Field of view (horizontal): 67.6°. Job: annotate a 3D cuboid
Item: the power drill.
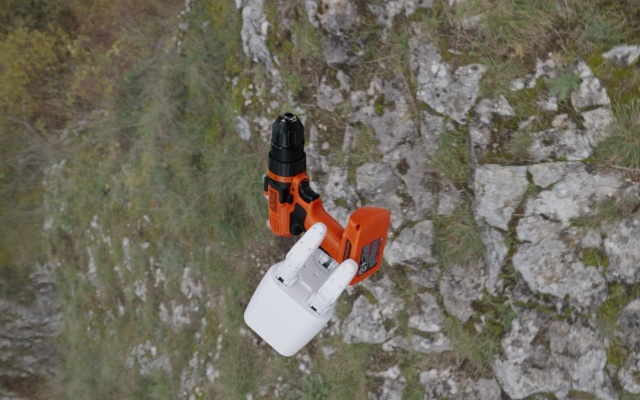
[{"bbox_3d":[0.000,0.002,0.596,0.057,0.185,0.187,-25,46,-32],"label":"power drill"}]
